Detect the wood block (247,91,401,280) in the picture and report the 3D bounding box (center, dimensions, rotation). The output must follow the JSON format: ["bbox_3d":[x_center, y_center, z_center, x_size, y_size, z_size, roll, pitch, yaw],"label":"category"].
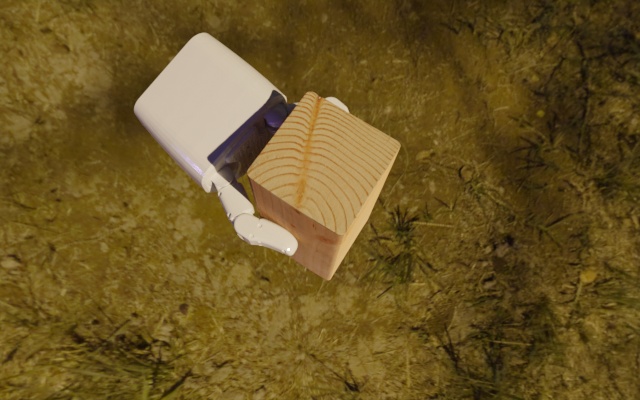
[{"bbox_3d":[0.000,0.001,0.460,0.090,0.090,0.206,32,-16,9],"label":"wood block"}]
